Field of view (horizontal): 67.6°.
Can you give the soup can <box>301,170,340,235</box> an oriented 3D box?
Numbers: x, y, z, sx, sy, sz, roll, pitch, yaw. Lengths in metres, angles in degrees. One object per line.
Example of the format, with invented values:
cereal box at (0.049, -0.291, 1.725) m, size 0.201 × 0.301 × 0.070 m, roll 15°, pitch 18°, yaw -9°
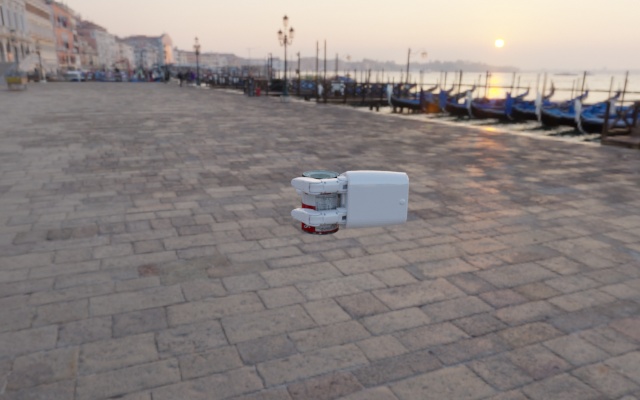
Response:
soup can at (0.000, 0.002, 0.845) m, size 0.068 × 0.102 × 0.068 m, roll 1°, pitch 15°, yaw 0°
